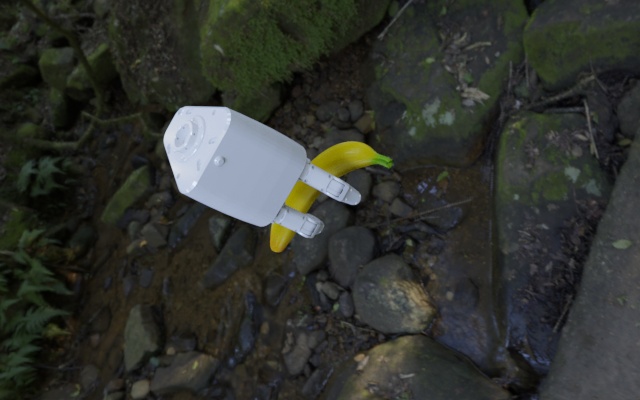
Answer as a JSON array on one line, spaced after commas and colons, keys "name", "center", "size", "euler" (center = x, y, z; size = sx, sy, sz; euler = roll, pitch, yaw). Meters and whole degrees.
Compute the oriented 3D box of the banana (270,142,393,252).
[{"name": "banana", "center": [-0.004, -0.014, 0.603], "size": [0.198, 0.069, 0.037], "euler": [-39, -35, 21]}]
